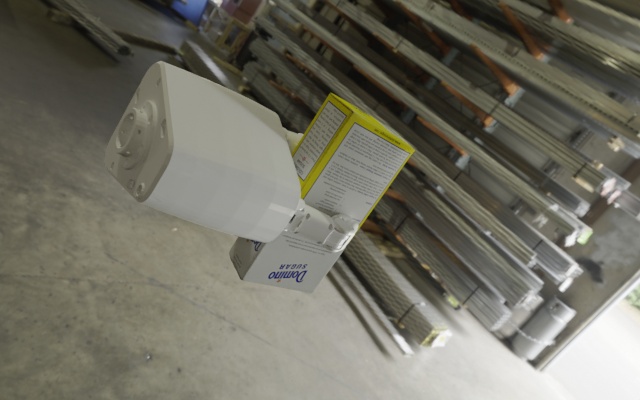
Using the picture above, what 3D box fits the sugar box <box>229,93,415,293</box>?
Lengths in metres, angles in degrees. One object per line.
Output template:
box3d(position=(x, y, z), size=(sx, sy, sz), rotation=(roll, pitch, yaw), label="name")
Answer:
box3d(position=(0.000, 0.001, 0.437), size=(0.093, 0.176, 0.048), rotation=(21, 22, -42), label="sugar box")
